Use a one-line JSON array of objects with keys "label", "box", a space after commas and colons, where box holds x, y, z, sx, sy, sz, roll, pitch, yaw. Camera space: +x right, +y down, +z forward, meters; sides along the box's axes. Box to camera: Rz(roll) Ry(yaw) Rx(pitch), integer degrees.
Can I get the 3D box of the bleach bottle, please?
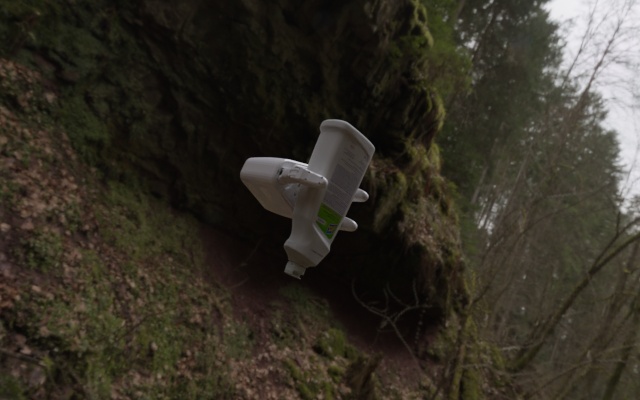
[{"label": "bleach bottle", "box": [0.000, 0.003, 0.770, 0.068, 0.250, 0.103, 10, -18, 49]}]
